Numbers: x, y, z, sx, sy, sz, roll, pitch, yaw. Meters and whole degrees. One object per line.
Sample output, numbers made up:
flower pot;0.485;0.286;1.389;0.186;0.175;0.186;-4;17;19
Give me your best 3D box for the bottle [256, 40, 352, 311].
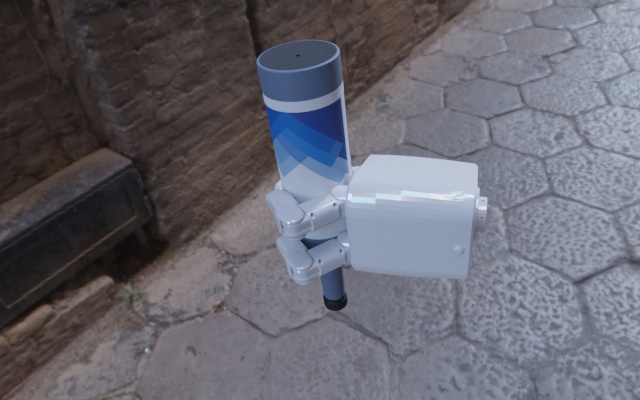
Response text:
bottle;0.000;0.001;0.464;0.069;0.296;0.069;-6;37;4
